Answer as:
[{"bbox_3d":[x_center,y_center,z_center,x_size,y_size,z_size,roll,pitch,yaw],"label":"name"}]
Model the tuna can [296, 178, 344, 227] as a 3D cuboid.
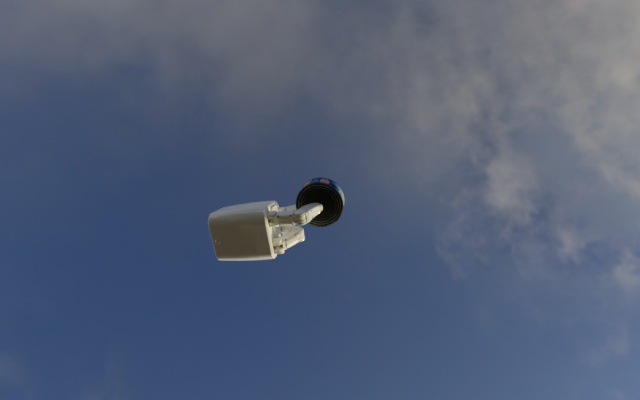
[{"bbox_3d":[0.000,0.003,0.862,0.086,0.086,0.033,0,22,8],"label":"tuna can"}]
